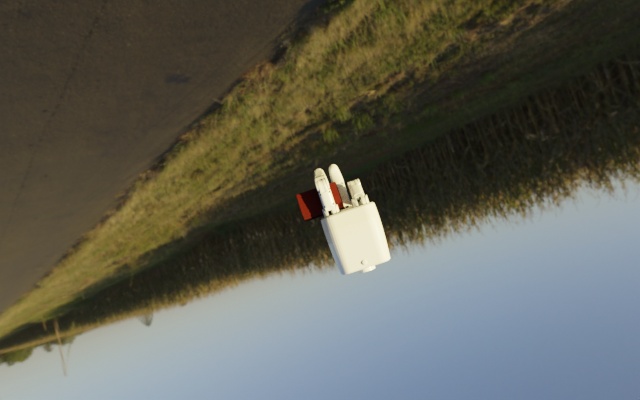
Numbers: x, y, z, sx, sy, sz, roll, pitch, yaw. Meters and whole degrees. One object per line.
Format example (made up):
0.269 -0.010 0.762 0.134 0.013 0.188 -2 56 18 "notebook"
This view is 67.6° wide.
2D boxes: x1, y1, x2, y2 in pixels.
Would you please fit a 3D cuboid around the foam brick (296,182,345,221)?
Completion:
0.000 0.003 0.873 0.078 0.051 0.053 -18 -3 3 "foam brick"
